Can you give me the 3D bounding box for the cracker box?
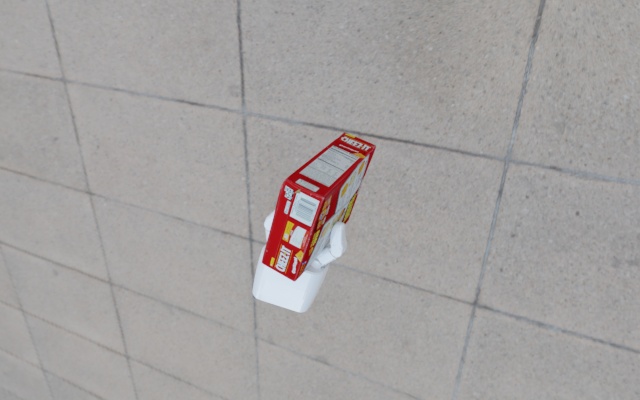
[{"bbox_3d":[0.000,0.003,0.766,0.072,0.164,0.213,27,35,13],"label":"cracker box"}]
